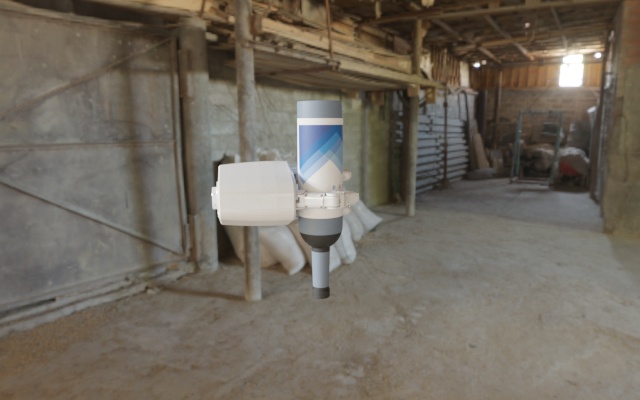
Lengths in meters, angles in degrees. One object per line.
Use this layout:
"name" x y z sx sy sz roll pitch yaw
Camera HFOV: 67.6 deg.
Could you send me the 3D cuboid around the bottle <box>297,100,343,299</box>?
"bottle" 0.000 0.002 0.713 0.069 0.296 0.069 0 9 0
